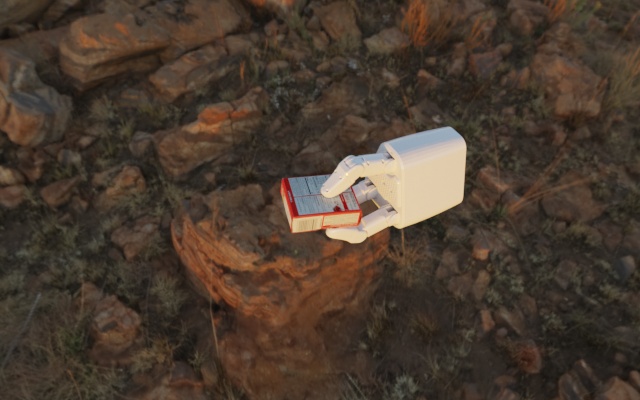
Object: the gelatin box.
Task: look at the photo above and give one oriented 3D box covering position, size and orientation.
[{"bbox_3d":[0.000,0.002,0.600,0.089,0.030,0.073,-5,45,-14],"label":"gelatin box"}]
